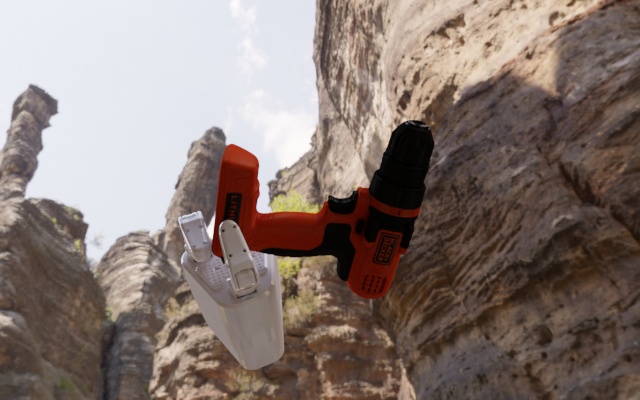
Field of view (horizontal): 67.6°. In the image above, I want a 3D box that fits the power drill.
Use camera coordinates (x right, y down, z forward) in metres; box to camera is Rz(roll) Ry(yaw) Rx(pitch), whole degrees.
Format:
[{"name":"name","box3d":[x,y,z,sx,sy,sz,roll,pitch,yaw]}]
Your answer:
[{"name":"power drill","box3d":[0.000,0.002,0.444,0.187,0.184,0.057,10,23,-7]}]
